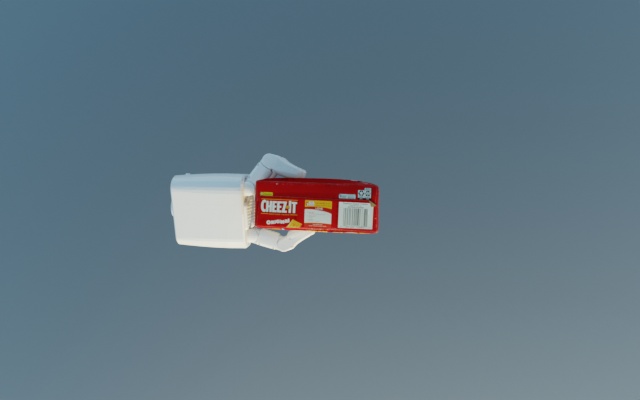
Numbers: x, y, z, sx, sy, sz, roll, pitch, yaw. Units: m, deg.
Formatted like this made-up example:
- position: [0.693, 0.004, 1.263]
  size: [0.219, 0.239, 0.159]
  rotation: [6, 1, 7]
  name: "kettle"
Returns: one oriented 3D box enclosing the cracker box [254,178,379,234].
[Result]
- position: [0.000, 0.003, 0.721]
  size: [0.164, 0.072, 0.213]
  rotation: [2, 3, 3]
  name: "cracker box"
